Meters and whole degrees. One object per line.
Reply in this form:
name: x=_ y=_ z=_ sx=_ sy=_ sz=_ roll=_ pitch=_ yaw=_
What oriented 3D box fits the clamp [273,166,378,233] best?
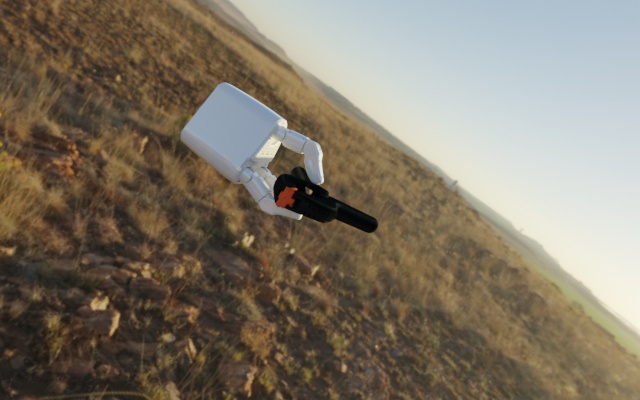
clamp: x=0.000 y=0.001 z=0.666 sx=0.164 sy=0.036 sz=0.210 roll=33 pitch=10 yaw=10
